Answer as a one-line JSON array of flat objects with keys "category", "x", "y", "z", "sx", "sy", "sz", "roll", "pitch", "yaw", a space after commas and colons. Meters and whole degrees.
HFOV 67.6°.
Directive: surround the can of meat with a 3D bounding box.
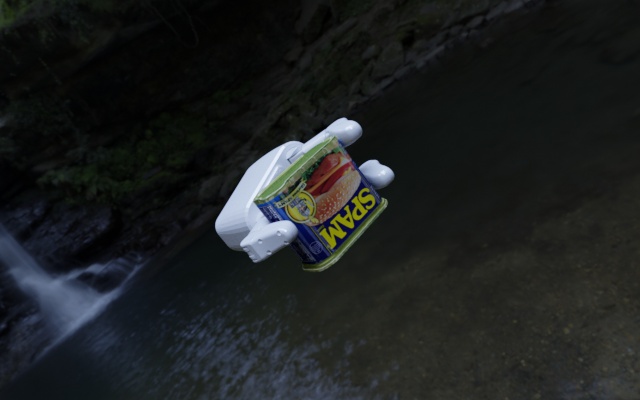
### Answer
[{"category": "can of meat", "x": 0.000, "y": 0.001, "z": 0.446, "sx": 0.102, "sy": 0.084, "sz": 0.057, "roll": -44, "pitch": 14, "yaw": -26}]
